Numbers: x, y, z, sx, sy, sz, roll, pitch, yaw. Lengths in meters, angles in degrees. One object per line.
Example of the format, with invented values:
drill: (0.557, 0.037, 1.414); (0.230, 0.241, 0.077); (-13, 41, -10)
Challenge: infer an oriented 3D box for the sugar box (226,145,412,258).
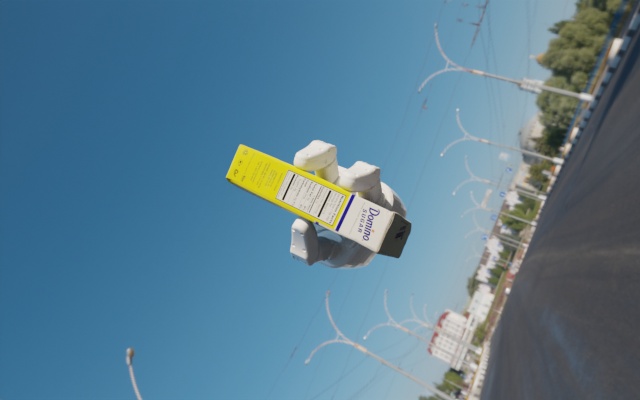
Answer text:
sugar box: (0.000, 0.001, 0.483); (0.176, 0.048, 0.093); (22, -1, 23)
